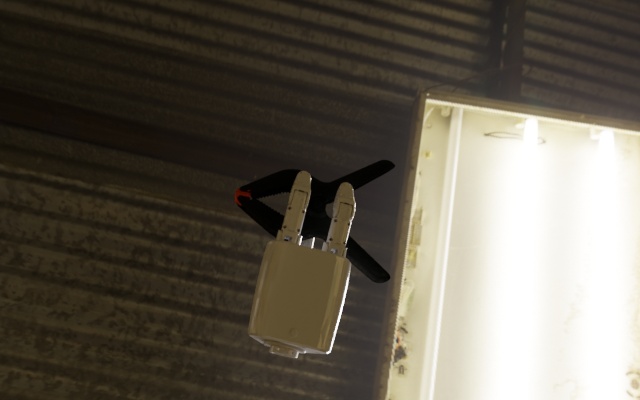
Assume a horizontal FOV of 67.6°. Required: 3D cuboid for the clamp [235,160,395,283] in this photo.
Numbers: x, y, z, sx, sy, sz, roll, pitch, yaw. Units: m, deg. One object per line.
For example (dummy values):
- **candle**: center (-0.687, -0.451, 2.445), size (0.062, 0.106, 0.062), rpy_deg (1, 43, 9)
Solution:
- **clamp**: center (-0.001, 0.002, 0.605), size (0.210, 0.164, 0.036), rpy_deg (16, -22, -7)
